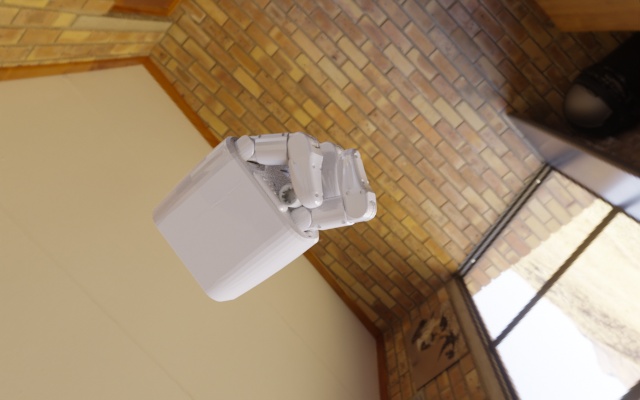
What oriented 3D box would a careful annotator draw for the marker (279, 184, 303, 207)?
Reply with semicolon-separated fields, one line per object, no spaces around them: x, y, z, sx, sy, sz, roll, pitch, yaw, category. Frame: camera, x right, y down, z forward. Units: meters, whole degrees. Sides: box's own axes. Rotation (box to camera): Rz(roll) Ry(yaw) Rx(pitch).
0.000;0.001;0.441;0.020;0.020;0.121;0;-6;26;marker
